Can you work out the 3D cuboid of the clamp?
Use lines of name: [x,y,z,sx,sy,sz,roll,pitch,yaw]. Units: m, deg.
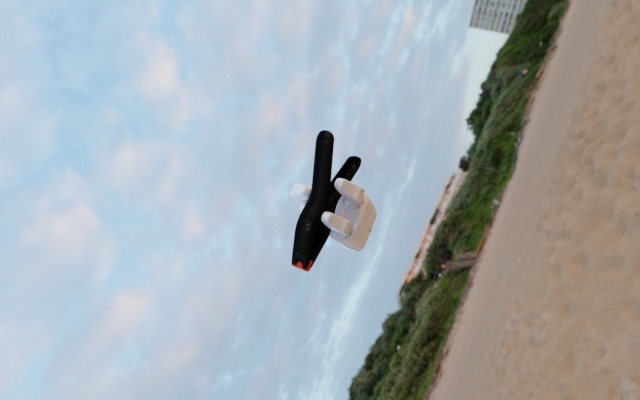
clamp: [-0.001,0.003,0.724,0.036,0.210,0.164,19,-9,23]
